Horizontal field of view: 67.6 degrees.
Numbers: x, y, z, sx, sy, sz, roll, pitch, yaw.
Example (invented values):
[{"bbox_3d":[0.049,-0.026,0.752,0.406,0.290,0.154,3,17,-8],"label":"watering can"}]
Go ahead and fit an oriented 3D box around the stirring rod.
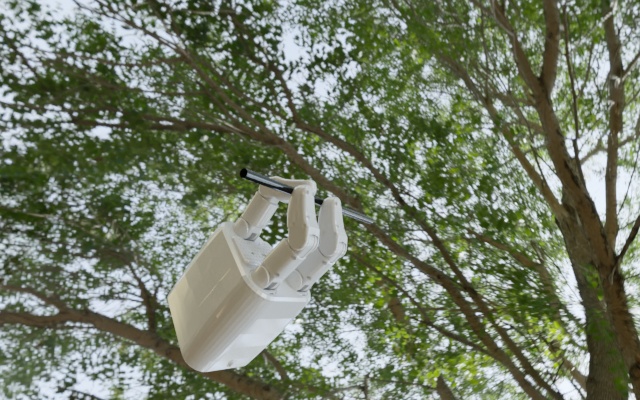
[{"bbox_3d":[0.000,0.002,0.477,0.011,0.011,0.239,0,-11,31],"label":"stirring rod"}]
